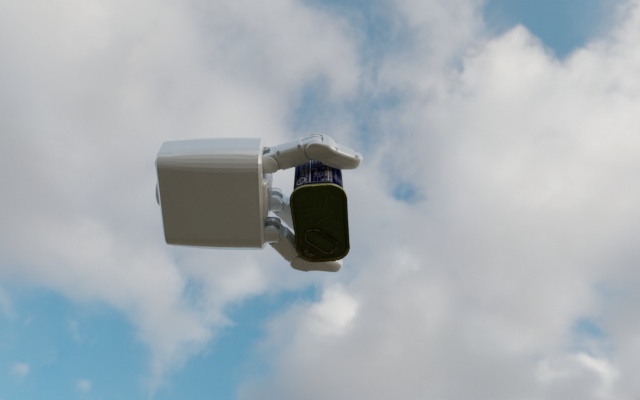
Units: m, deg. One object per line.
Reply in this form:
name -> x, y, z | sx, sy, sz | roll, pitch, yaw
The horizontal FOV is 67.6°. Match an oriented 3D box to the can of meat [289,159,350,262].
can of meat -> 0.000, 0.001, 0.520 | 0.057, 0.102, 0.084 | -4, 36, 2
